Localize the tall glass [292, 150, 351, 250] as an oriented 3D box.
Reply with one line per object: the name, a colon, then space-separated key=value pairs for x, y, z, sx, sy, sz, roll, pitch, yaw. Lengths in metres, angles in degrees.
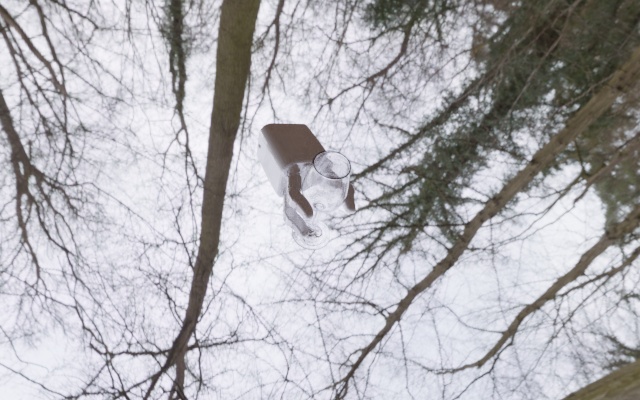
tall glass: x=0.000 y=0.003 z=0.832 sx=0.079 sy=0.079 sz=0.201 roll=0 pitch=-37 yaw=-14
